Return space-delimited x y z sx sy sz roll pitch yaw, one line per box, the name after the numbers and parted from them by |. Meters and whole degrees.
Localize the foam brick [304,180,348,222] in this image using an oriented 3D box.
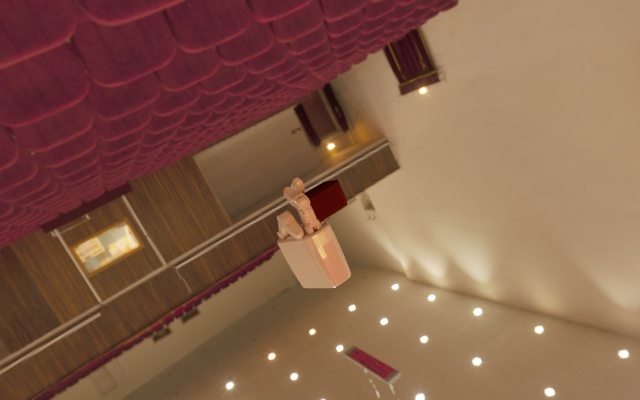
0.000 0.003 0.874 0.078 0.051 0.053 -31 13 -23 | foam brick
